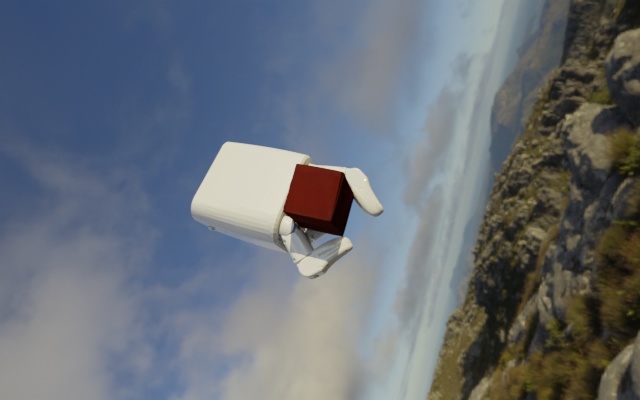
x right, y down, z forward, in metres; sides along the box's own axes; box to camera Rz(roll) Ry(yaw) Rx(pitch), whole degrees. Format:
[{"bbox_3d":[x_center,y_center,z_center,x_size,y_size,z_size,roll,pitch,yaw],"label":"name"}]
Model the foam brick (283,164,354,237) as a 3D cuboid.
[{"bbox_3d":[0.000,0.001,0.496,0.051,0.053,0.078,13,-13,15],"label":"foam brick"}]
